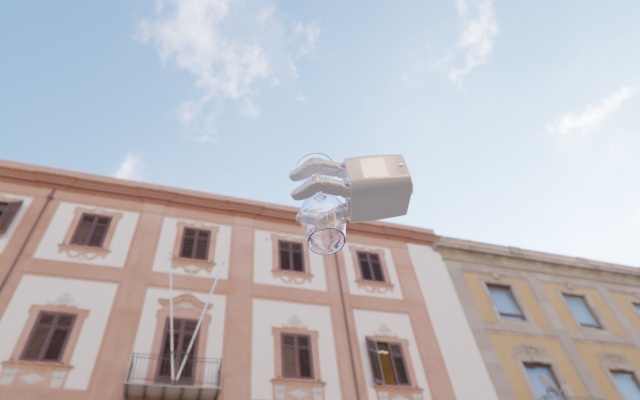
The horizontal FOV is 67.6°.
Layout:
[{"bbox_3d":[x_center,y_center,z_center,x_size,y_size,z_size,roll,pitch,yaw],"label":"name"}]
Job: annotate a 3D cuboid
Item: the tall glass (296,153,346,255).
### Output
[{"bbox_3d":[0.000,0.002,0.837,0.079,0.079,0.200,0,40,-7],"label":"tall glass"}]
